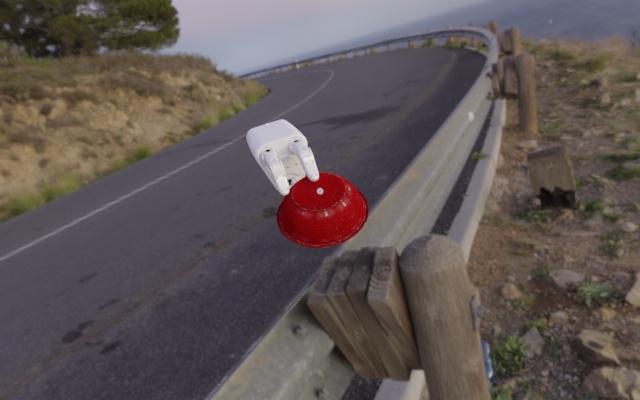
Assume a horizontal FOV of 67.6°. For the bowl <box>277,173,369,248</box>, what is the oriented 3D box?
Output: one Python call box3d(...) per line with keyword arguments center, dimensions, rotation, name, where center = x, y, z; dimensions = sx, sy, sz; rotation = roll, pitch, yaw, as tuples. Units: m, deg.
box3d(center=(0.001, 0.003, 0.813), dimensions=(0.162, 0.162, 0.055), rotation=(-5, -45, 5), name="bowl")
